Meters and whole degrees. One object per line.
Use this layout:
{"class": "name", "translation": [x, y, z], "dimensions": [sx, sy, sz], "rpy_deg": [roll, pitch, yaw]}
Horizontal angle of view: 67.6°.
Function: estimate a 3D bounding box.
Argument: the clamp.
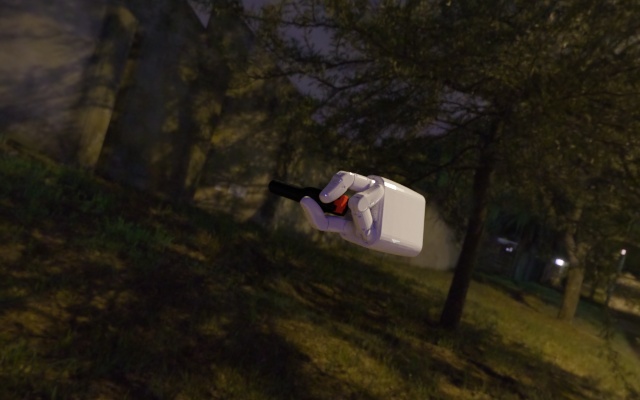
{"class": "clamp", "translation": [0.000, 0.002, 0.788], "dimensions": [0.120, 0.039, 0.171], "rpy_deg": [18, -1, -37]}
